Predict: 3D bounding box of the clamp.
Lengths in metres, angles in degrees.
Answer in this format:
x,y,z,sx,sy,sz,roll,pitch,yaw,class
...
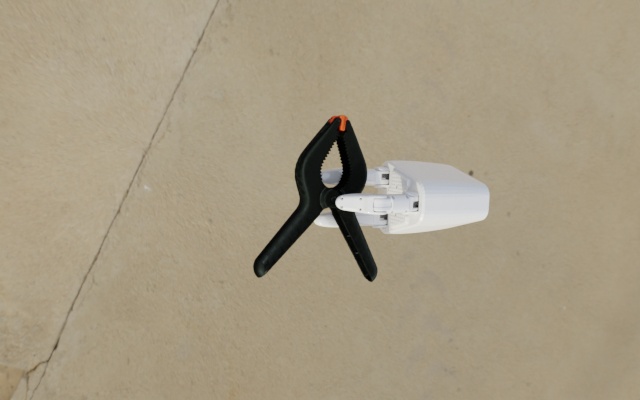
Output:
x,y,z,sx,sy,sz,roll,pitch,yaw,class
0.001,0.001,0.577,0.164,0.210,0.036,-1,7,-26,clamp
